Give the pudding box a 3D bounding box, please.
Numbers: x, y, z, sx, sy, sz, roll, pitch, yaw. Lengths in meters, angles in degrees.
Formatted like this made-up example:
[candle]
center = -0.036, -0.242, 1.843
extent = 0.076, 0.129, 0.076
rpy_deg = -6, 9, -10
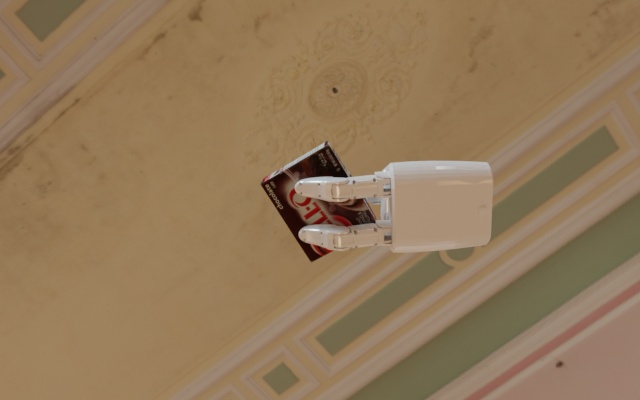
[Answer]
[pudding box]
center = 0.000, 0.002, 0.546
extent = 0.090, 0.113, 0.039
rpy_deg = -29, 12, 11
